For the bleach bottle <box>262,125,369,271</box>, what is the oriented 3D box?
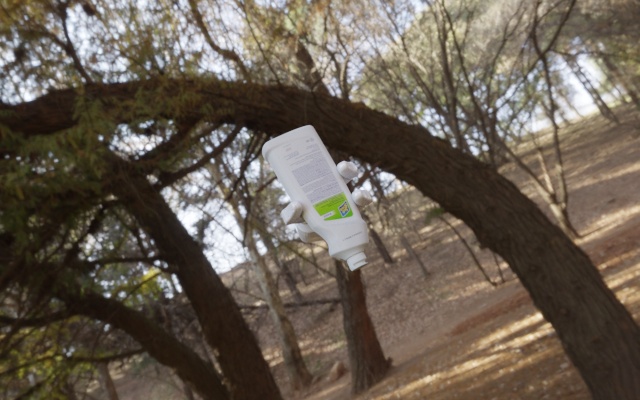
[{"bbox_3d":[0.000,0.002,0.791,0.102,0.250,0.068,-25,-15,-10],"label":"bleach bottle"}]
